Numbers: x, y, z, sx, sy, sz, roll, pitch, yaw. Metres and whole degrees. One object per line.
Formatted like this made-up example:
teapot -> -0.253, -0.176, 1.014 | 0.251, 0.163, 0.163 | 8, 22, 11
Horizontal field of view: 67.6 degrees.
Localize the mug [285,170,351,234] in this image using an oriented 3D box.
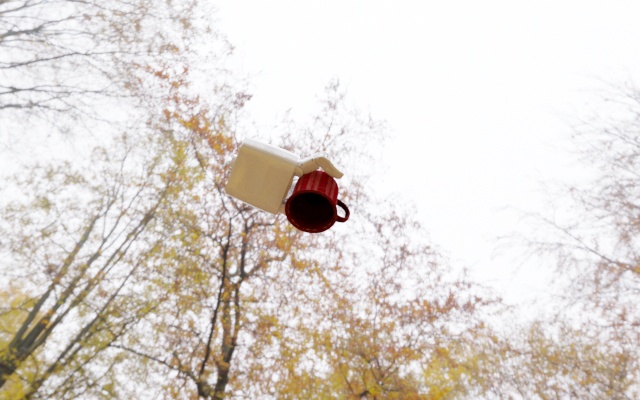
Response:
mug -> 0.002, 0.003, 0.855 | 0.117, 0.093, 0.081 | 22, 34, -6
